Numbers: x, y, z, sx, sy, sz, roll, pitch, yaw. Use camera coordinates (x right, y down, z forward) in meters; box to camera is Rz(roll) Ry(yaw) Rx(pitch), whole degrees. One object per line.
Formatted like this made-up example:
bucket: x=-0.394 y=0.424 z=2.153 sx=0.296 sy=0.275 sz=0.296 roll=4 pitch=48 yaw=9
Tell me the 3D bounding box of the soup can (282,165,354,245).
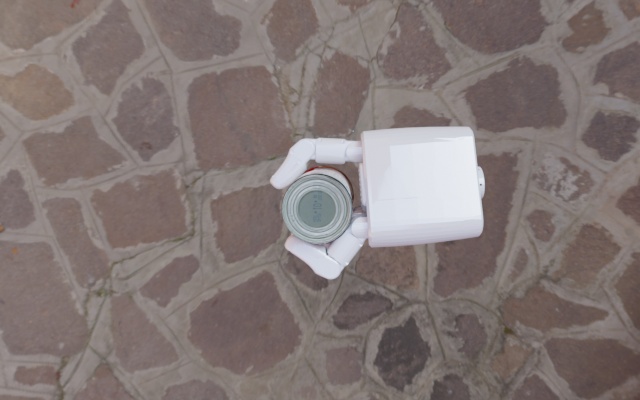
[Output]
soup can: x=0.000 y=0.002 z=0.484 sx=0.068 sy=0.068 sz=0.102 roll=0 pitch=8 yaw=4
